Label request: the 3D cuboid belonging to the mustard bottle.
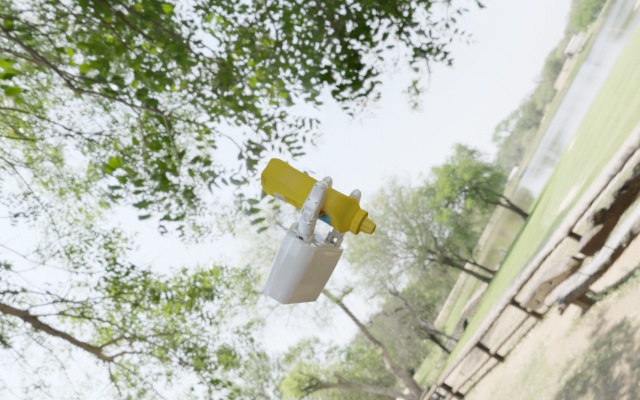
[{"bbox_3d":[0.000,0.002,0.753,0.191,0.058,0.096,28,-15,17],"label":"mustard bottle"}]
